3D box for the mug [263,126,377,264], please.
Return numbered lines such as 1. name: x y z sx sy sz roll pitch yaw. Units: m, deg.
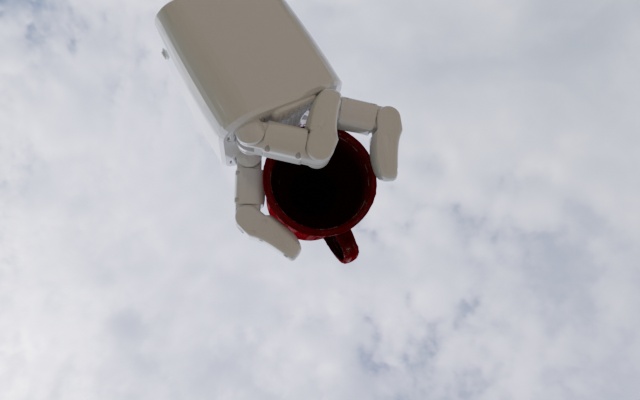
1. mug: 0.001 0.003 0.419 0.093 0.117 0.081 -28 -6 -14
